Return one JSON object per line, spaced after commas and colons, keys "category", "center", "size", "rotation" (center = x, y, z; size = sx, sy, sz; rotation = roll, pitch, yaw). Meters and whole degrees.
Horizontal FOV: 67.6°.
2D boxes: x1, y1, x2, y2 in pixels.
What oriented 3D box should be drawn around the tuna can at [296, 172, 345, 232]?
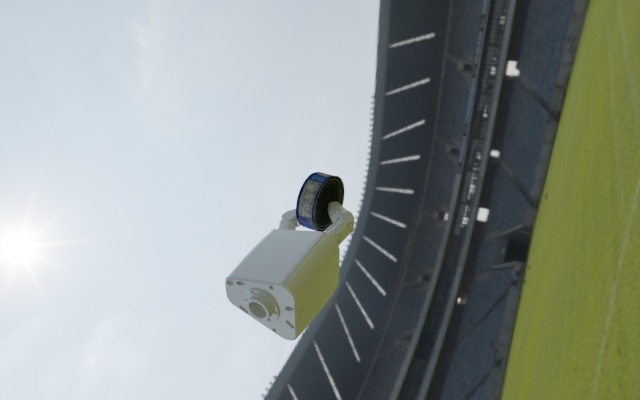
{"category": "tuna can", "center": [0.000, 0.002, 0.694], "size": [0.033, 0.086, 0.086], "rotation": [16, 7, 27]}
